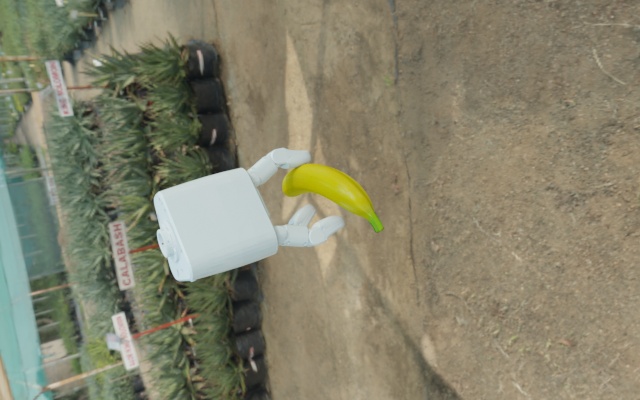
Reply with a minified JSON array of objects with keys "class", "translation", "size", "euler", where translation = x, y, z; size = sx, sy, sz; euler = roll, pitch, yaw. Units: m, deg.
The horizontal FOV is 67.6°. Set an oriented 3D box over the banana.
[{"class":"banana","translation":[0.000,-0.014,0.605],"size":[0.037,0.070,0.197],"euler":[-22,27,-30]}]
